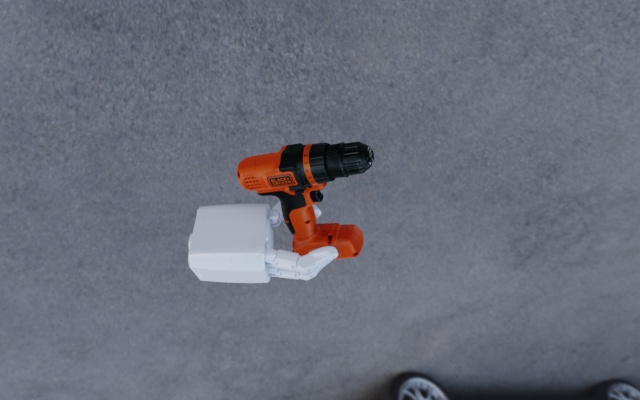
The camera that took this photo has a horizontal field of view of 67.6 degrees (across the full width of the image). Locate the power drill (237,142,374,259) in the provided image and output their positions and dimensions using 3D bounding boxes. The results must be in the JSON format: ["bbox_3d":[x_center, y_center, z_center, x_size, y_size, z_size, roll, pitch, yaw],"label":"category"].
[{"bbox_3d":[0.000,0.003,0.656,0.184,0.188,0.057,-5,42,22],"label":"power drill"}]
